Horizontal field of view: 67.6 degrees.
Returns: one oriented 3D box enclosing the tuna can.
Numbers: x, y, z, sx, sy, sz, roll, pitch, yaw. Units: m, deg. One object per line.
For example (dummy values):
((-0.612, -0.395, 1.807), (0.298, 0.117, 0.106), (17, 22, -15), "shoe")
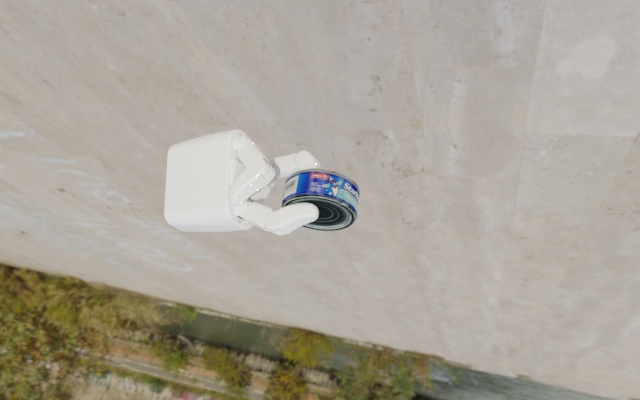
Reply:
((0.000, 0.002, 0.533), (0.086, 0.033, 0.086), (7, -28, 4), "tuna can")
